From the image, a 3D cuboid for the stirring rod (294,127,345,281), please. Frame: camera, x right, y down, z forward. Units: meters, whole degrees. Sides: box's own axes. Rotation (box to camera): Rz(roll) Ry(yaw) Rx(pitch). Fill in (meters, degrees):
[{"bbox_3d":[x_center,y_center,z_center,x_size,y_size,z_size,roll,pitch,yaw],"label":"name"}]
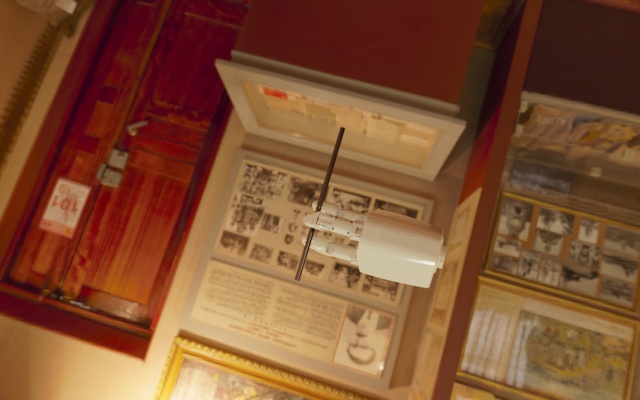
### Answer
[{"bbox_3d":[0.000,0.002,0.710,0.011,0.239,0.011,16,-10,3],"label":"stirring rod"}]
